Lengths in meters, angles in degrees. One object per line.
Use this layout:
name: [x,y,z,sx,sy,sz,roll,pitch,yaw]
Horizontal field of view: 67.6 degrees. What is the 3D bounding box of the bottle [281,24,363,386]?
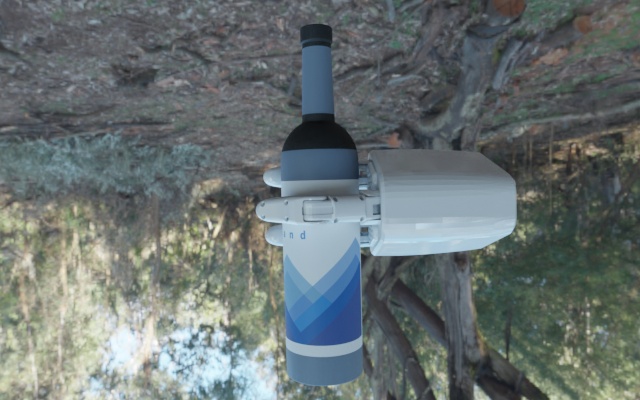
bottle: [0.000,0.002,0.411,0.069,0.296,0.069,-1,2,0]
